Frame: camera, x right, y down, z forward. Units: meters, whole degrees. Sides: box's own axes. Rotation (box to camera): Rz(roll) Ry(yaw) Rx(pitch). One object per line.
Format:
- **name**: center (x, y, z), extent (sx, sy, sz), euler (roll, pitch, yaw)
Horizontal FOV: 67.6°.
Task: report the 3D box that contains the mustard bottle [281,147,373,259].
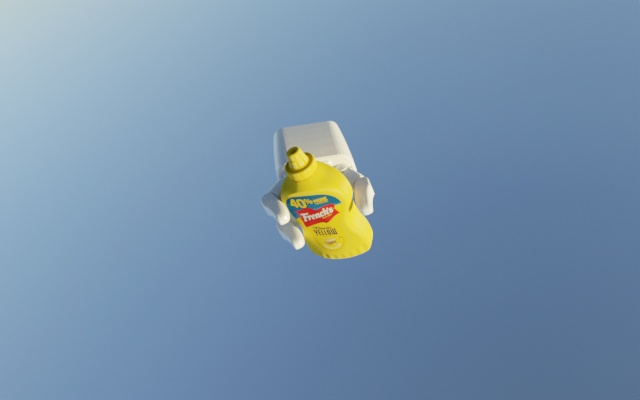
- **mustard bottle**: center (0.000, 0.003, 0.652), extent (0.096, 0.058, 0.192), euler (-5, -44, 25)
